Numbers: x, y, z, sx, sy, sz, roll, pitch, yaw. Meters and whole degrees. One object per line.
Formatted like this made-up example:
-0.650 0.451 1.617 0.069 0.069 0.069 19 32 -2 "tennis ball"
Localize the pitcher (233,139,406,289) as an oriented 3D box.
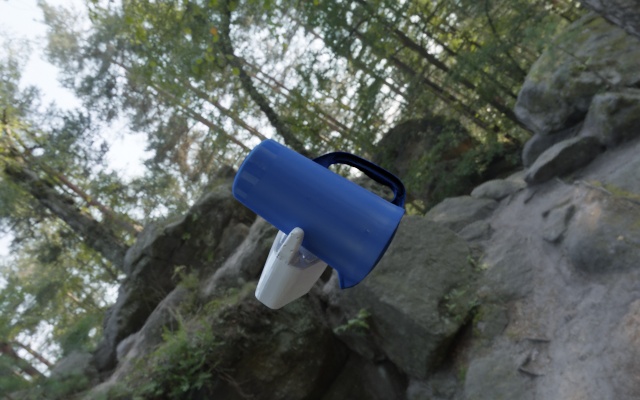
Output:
0.000 0.003 0.720 0.243 0.145 0.149 32 33 7 "pitcher"
